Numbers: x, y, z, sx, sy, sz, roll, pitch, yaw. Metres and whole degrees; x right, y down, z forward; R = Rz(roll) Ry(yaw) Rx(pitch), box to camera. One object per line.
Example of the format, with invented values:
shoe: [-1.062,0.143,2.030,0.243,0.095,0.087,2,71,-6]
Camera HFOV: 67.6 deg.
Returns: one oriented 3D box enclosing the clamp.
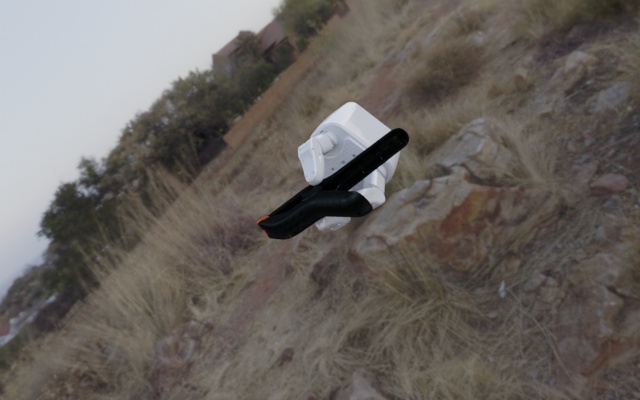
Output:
clamp: [-0.001,0.001,0.543,0.210,0.036,0.164,-30,14,30]
